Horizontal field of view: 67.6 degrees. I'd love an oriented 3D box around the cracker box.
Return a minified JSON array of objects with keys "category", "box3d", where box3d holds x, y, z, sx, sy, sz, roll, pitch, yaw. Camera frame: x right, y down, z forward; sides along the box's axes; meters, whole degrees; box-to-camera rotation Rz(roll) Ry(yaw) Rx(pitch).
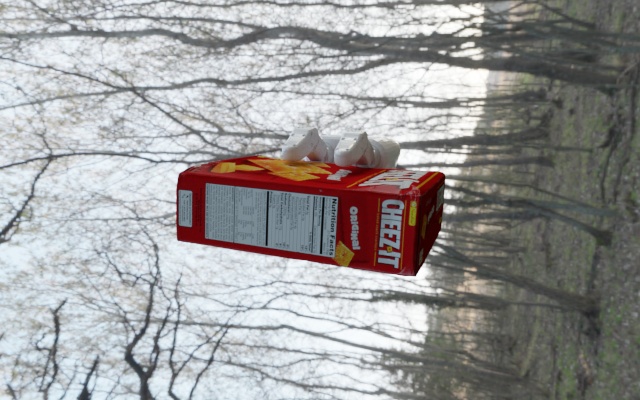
[{"category":"cracker box","box3d":[0.000,0.002,0.453,0.213,0.072,0.164,6,11,19]}]
